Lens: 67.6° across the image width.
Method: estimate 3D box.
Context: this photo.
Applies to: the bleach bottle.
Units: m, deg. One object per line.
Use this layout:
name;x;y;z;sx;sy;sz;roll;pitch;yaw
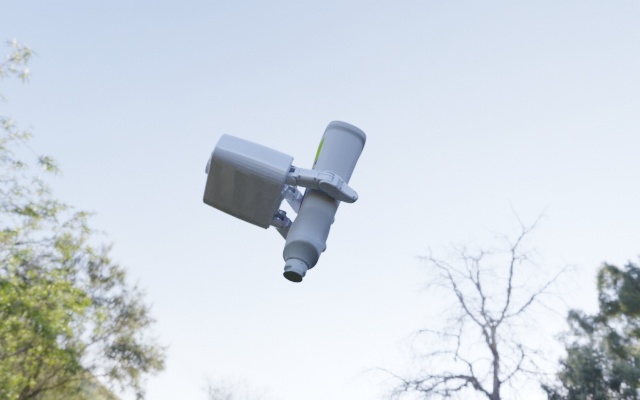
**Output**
bleach bottle;0.000;0.002;0.691;0.068;0.250;0.103;22;-38;-2
